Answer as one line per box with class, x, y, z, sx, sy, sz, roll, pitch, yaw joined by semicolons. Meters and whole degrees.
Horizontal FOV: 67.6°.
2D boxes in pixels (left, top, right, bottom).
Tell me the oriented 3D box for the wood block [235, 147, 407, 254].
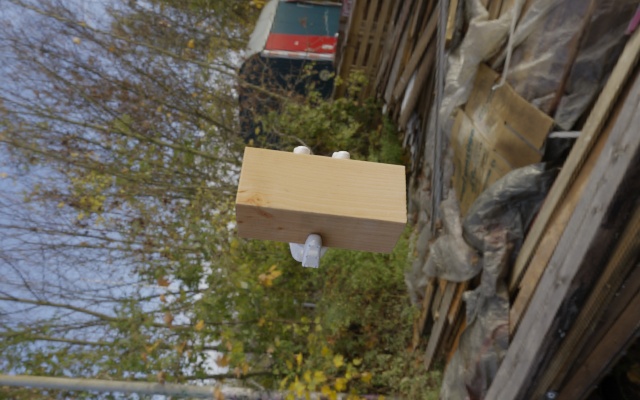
wood block;0.000;0.002;0.623;0.206;0.090;0.090;6;-31;-4
